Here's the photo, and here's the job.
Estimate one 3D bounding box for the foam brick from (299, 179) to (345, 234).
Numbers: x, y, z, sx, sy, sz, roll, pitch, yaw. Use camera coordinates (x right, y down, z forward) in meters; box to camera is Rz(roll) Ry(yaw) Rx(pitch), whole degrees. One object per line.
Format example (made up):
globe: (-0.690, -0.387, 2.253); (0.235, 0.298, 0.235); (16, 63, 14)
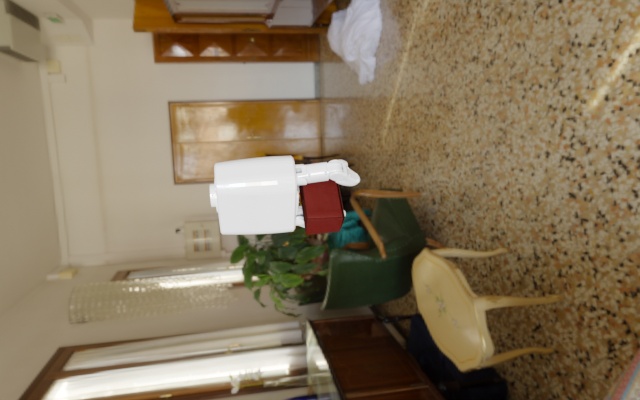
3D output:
foam brick: (0.000, 0.002, 0.672); (0.051, 0.078, 0.053); (-5, -27, -9)
